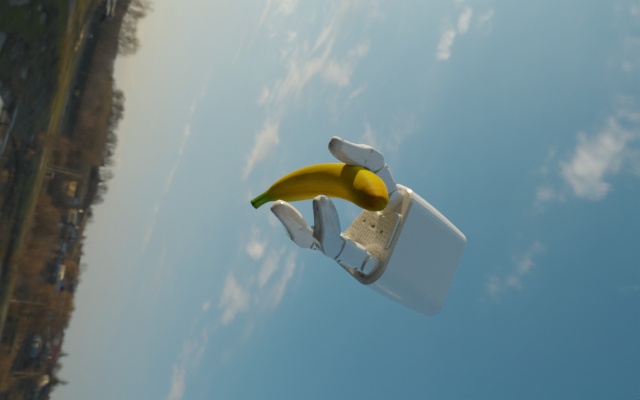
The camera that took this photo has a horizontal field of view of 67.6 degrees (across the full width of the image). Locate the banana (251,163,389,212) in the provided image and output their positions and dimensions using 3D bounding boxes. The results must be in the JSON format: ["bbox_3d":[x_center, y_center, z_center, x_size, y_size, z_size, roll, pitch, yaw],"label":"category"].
[{"bbox_3d":[0.007,-0.012,0.503,0.198,0.069,0.037,-3,-46,49],"label":"banana"}]
